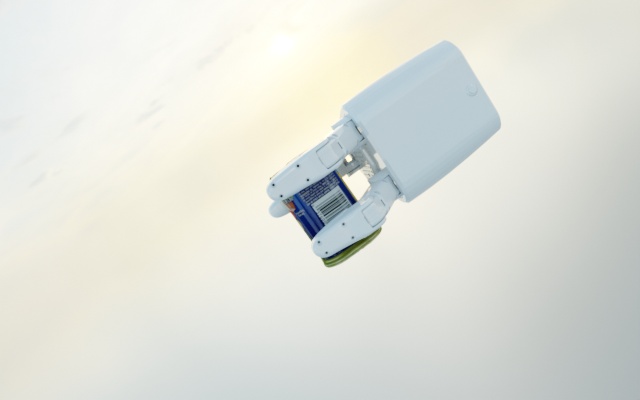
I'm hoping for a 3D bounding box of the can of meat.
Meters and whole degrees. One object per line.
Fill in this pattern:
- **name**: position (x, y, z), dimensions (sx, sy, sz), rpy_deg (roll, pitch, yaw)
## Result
- **can of meat**: position (0.000, 0.001, 0.418), dimensions (0.057, 0.084, 0.102), rpy_deg (-35, 10, -2)
